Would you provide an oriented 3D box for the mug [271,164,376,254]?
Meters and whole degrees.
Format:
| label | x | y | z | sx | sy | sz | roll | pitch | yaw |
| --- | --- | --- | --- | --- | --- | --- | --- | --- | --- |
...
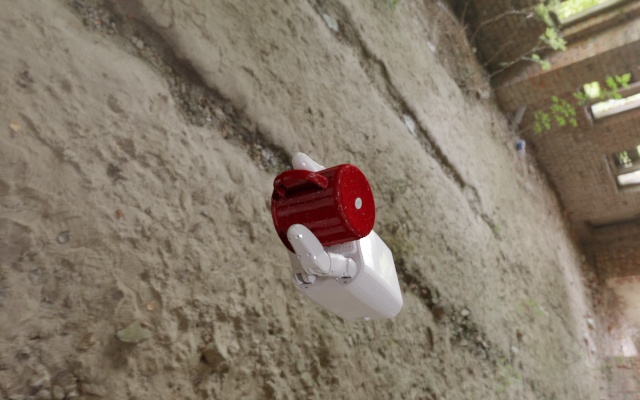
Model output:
| label | x | y | z | sx | sy | sz | roll | pitch | yaw |
| --- | --- | --- | --- | --- | --- | --- | --- | --- | --- |
| mug | -0.001 | 0.001 | 0.508 | 0.081 | 0.093 | 0.117 | -14 | -40 | 32 |
